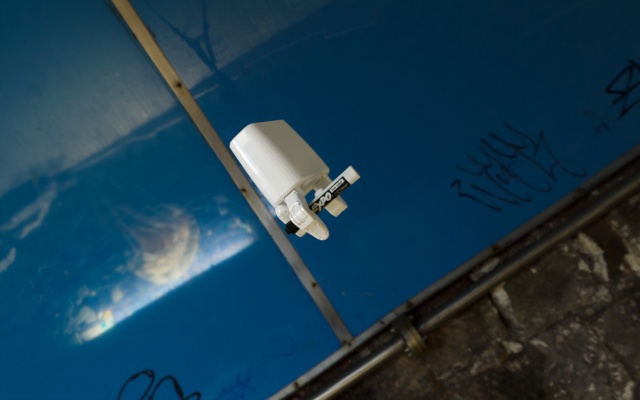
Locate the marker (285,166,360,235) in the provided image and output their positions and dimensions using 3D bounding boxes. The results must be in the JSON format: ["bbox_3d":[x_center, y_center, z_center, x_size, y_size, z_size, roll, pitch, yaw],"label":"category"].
[{"bbox_3d":[0.000,0.002,0.617,0.121,0.020,0.020,-41,-9,10],"label":"marker"}]
